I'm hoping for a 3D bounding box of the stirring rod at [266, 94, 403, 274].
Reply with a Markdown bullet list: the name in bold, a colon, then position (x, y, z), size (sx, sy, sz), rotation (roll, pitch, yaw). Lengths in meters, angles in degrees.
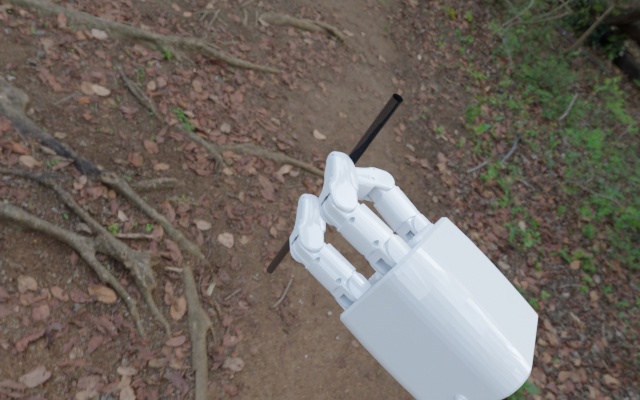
- **stirring rod**: position (0.000, 0.001, 0.400), size (0.011, 0.011, 0.240), rotation (0, -35, -31)
